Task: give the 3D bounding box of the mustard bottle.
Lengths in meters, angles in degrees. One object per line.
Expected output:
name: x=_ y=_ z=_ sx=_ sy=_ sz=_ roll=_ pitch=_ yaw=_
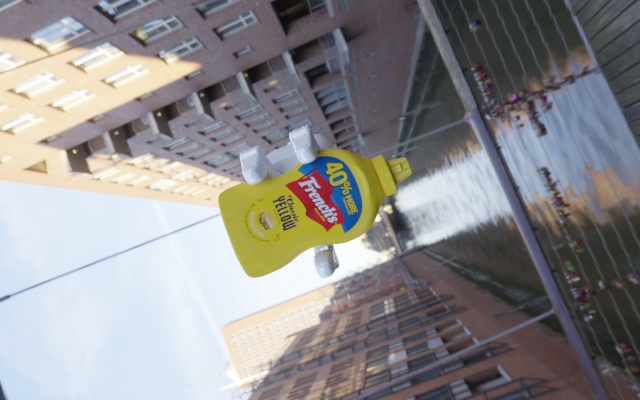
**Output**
mustard bottle: x=0.000 y=0.002 z=0.482 sx=0.191 sy=0.096 sz=0.058 roll=-22 pitch=-8 yaw=5
